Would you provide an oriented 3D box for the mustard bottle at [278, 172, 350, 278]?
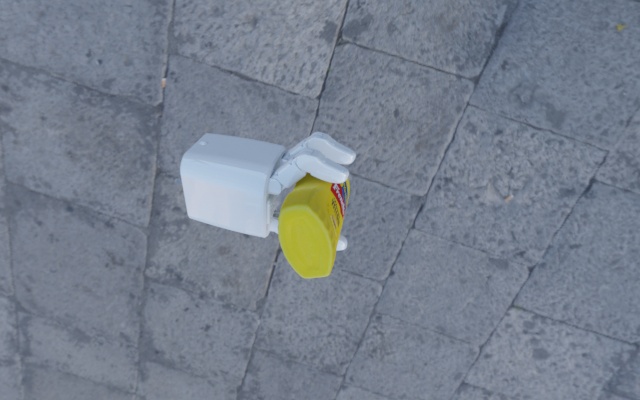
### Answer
[{"bbox_3d":[0.000,0.002,0.584,0.058,0.096,0.191,-10,26,16],"label":"mustard bottle"}]
